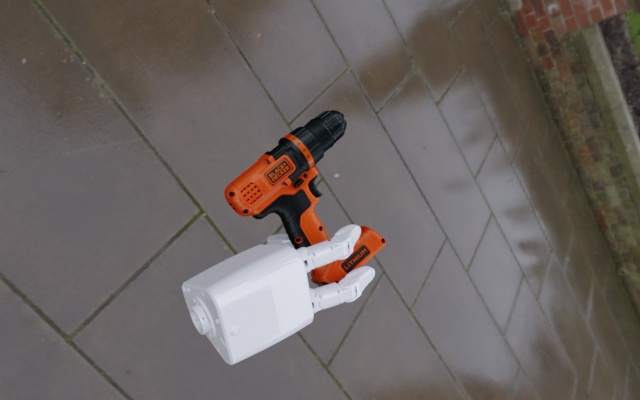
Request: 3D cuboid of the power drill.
[{"bbox_3d":[0.000,0.003,0.605,0.184,0.188,0.057,-40,12,-15],"label":"power drill"}]
